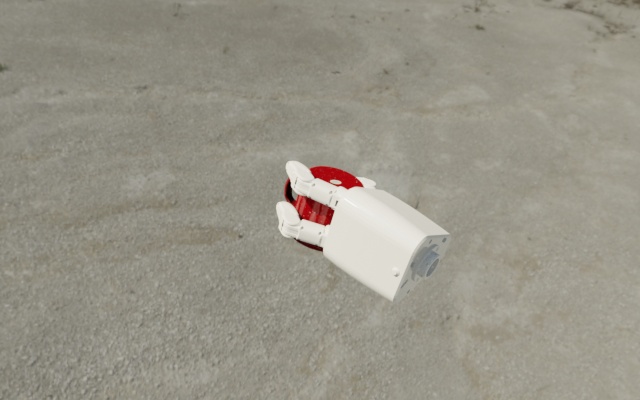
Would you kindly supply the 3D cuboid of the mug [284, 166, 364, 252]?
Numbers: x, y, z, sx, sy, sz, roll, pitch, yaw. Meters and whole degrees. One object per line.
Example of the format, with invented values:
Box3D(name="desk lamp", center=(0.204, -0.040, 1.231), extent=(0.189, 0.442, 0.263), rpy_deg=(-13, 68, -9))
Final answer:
Box3D(name="mug", center=(-0.001, 0.001, 0.629), extent=(0.117, 0.081, 0.093), rpy_deg=(34, 32, 28))
